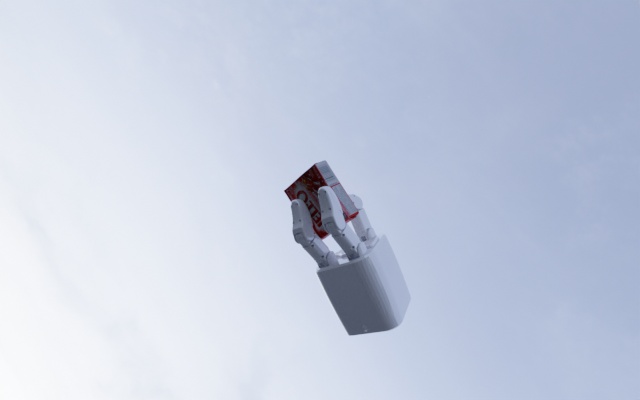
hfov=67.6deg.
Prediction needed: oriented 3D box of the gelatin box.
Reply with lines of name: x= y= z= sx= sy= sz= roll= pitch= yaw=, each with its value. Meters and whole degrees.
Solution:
gelatin box: x=0.000 y=0.002 z=0.652 sx=0.073 sy=0.089 sz=0.030 roll=-38 pitch=-10 yaw=39
